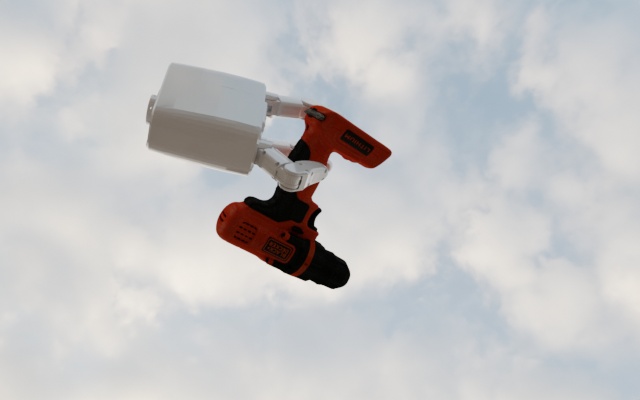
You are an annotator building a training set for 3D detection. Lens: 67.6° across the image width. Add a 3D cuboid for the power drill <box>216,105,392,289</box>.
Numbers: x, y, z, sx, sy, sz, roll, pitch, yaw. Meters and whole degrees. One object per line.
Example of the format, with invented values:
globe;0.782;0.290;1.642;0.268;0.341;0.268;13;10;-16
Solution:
power drill;0.000;0.001;0.550;0.184;0.187;0.057;30;4;-31
